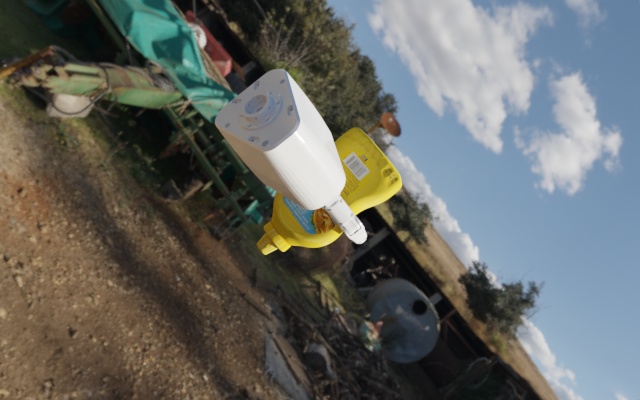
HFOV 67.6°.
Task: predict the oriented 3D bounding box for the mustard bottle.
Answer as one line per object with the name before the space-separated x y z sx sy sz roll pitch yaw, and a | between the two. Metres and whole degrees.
mustard bottle | 0.000 0.002 0.595 0.191 0.096 0.058 -38 -16 1
